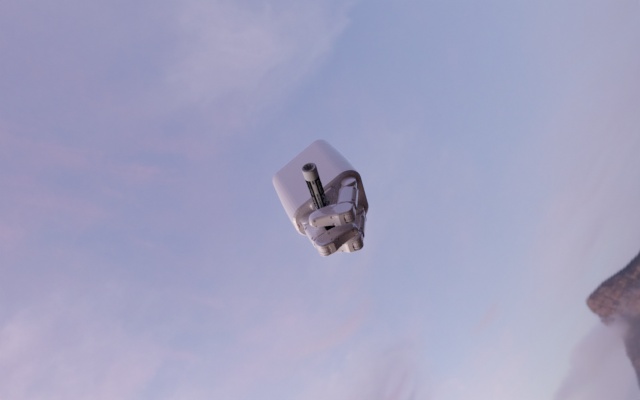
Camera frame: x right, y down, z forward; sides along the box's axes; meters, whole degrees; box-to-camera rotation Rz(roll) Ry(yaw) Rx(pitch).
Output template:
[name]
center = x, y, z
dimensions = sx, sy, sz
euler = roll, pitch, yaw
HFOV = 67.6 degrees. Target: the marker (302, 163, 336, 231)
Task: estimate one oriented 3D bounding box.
[marker]
center = 0.000, 0.002, 0.630
dimensions = 0.020, 0.121, 0.020
euler = -11, 41, 9
